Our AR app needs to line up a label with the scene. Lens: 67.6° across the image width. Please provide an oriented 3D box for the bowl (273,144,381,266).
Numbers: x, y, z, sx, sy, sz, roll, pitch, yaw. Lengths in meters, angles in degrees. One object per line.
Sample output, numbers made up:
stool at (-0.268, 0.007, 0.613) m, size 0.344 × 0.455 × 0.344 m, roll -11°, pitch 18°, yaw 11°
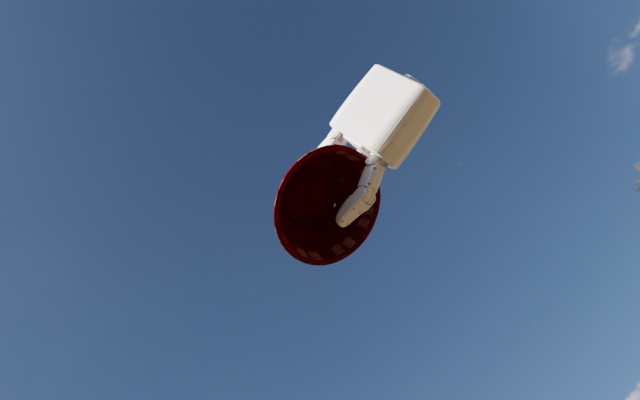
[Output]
bowl at (-0.001, 0.003, 0.636) m, size 0.162 × 0.162 × 0.055 m, roll 0°, pitch 14°, yaw -32°
